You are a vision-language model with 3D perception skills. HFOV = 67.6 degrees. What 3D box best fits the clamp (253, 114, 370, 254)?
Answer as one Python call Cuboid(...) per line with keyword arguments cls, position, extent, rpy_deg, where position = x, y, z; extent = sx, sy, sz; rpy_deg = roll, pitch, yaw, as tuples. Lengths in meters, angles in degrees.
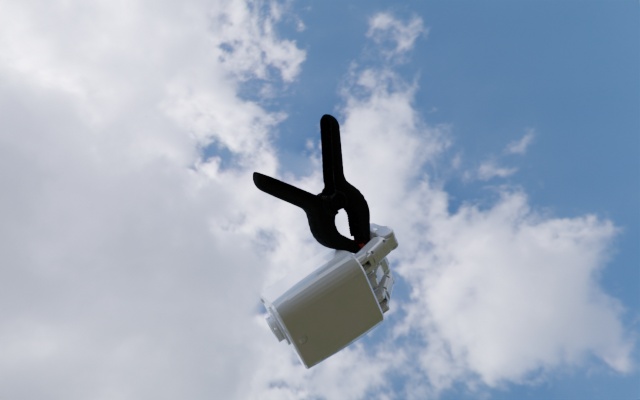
Cuboid(cls="clamp", position=(0.000, 0.002, 0.547), extent=(0.120, 0.171, 0.039), rpy_deg=(-31, 19, -17))
